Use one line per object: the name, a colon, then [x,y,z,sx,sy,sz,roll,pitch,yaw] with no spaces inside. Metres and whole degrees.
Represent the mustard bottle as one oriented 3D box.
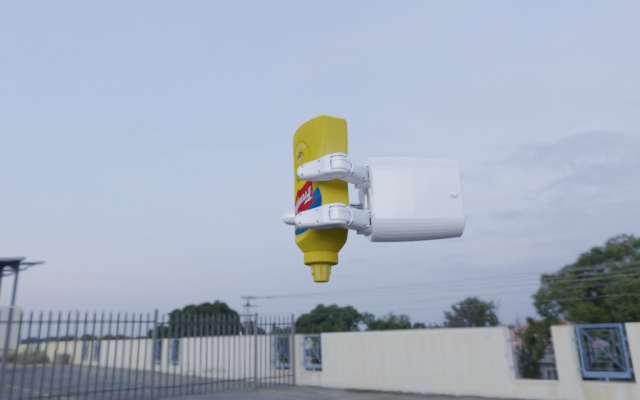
mustard bottle: [0.000,0.002,0.575,0.058,0.191,0.096,7,-17,-26]
